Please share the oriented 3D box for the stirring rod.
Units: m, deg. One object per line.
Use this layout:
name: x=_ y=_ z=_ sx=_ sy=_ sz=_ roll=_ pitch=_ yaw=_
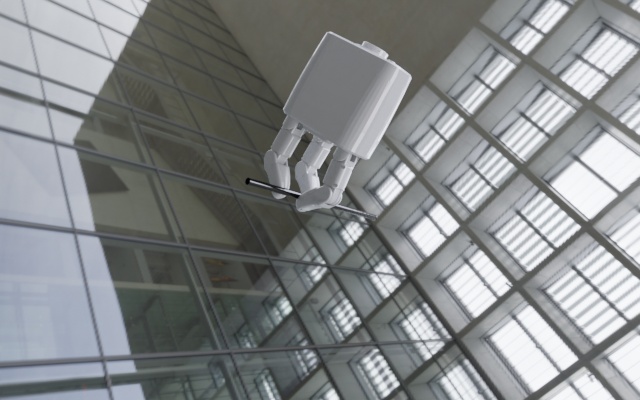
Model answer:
stirring rod: x=0.000 y=0.002 z=0.602 sx=0.011 sy=0.011 sz=0.239 roll=0 pitch=-11 yaw=42
